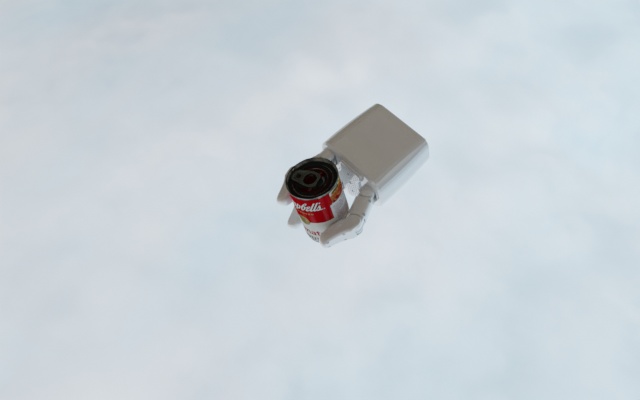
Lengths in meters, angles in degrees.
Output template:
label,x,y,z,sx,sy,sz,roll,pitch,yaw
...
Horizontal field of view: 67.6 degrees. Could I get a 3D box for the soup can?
label,x,y,z,sx,sy,sz,roll,pitch,yaw
soup can,0.000,0.003,0.626,0.068,0.068,0.102,0,-37,16
